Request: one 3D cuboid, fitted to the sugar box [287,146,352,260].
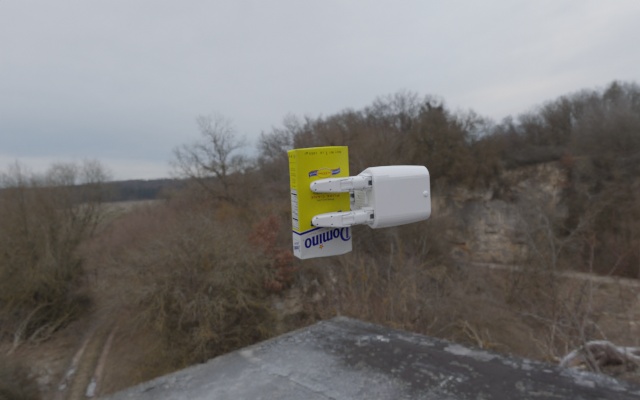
[{"bbox_3d":[0.000,0.002,0.776,0.093,0.176,0.048,-6,5,-21],"label":"sugar box"}]
